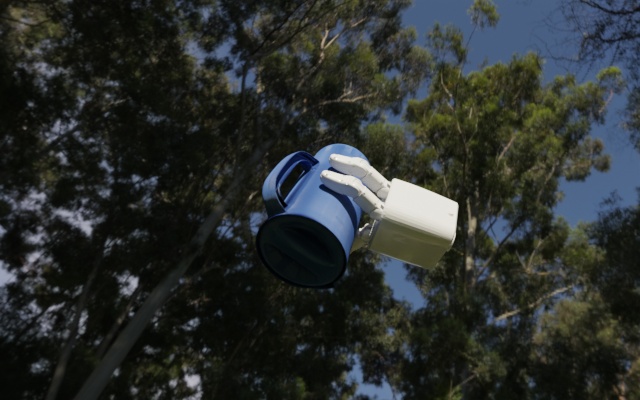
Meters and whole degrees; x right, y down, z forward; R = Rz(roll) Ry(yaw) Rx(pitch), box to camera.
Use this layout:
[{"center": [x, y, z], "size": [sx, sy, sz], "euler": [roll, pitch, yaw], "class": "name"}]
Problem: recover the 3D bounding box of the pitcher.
[{"center": [0.000, 0.003, 0.740], "size": [0.145, 0.149, 0.242], "euler": [20, 38, 5], "class": "pitcher"}]
